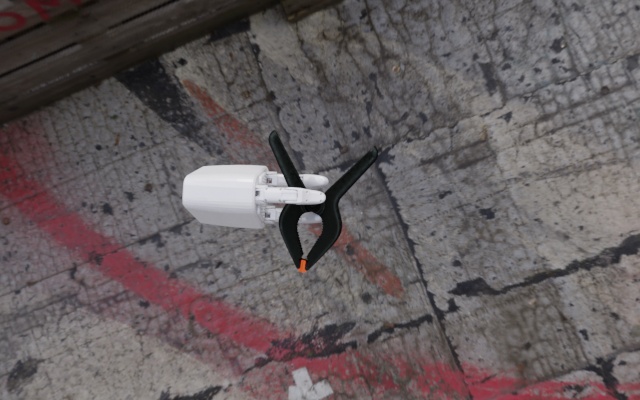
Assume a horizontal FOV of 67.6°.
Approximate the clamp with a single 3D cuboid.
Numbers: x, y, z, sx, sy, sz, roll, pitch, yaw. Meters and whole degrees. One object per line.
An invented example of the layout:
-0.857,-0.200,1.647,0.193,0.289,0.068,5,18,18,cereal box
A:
0.000,0.003,0.710,0.164,0.210,0.036,2,-1,4,clamp
